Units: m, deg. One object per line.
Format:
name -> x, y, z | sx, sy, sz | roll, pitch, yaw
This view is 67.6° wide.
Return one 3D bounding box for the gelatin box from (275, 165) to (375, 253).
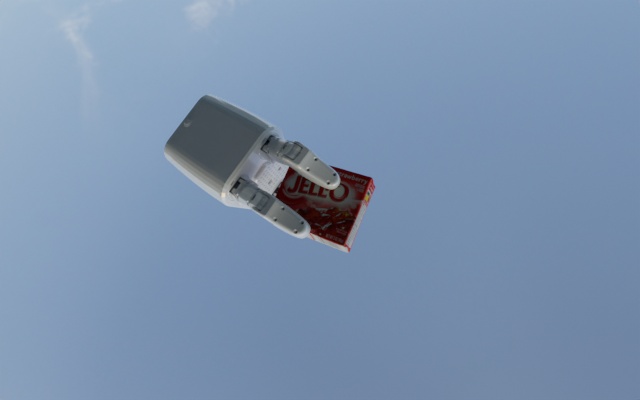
gelatin box -> 0.000, 0.002, 0.476 | 0.089, 0.073, 0.030 | 19, -14, 20
